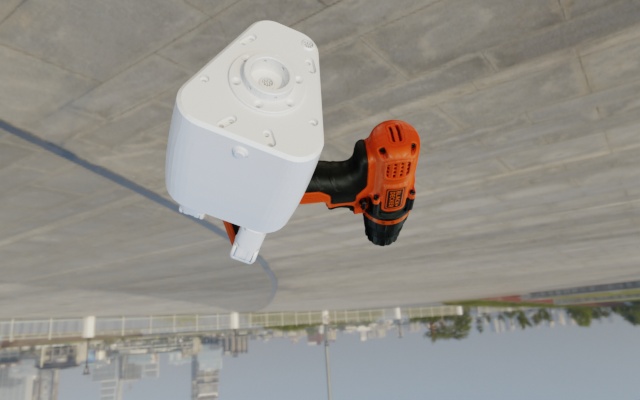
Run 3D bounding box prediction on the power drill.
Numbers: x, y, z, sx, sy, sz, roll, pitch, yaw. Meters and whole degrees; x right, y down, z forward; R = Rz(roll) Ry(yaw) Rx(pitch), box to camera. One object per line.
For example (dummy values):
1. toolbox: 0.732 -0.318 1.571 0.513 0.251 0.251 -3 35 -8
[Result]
1. power drill: 0.000 0.002 0.474 0.187 0.057 0.185 -9 -34 -4
